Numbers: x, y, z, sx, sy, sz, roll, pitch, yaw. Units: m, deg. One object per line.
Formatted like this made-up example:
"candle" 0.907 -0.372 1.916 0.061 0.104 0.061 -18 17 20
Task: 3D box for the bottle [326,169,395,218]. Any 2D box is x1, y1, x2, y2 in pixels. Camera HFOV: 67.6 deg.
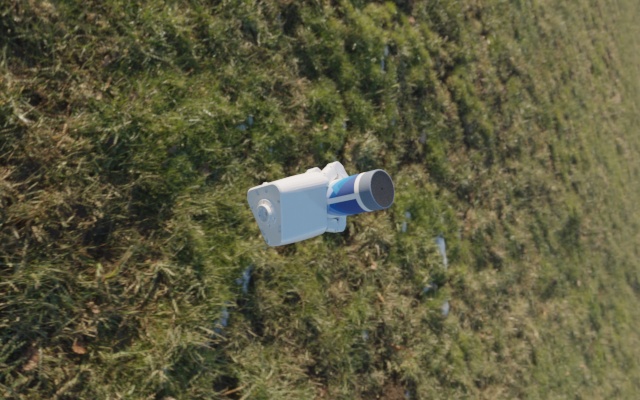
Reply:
"bottle" 0.000 0.003 0.893 0.069 0.069 0.296 0 -9 -45
